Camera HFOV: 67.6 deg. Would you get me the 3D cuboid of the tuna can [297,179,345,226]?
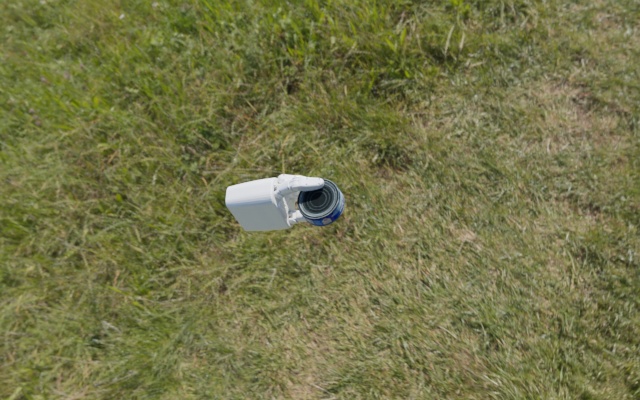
[{"bbox_3d":[0.000,0.003,0.893,0.086,0.086,0.034,0,-25,20],"label":"tuna can"}]
